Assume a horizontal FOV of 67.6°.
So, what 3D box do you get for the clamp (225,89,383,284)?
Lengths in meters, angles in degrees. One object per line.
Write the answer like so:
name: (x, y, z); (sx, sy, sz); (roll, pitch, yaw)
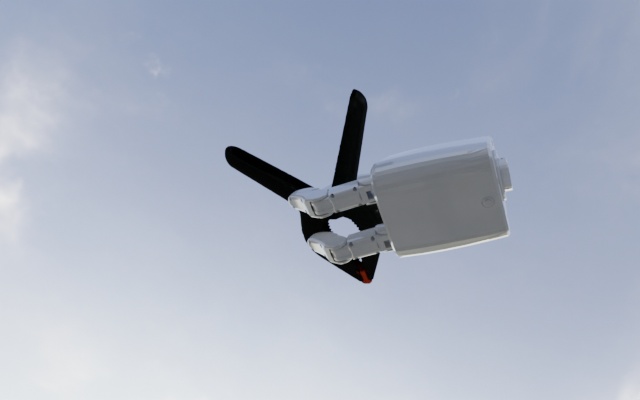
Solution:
clamp: (0.001, 0.002, 0.515); (0.164, 0.210, 0.036); (-13, 24, 22)
